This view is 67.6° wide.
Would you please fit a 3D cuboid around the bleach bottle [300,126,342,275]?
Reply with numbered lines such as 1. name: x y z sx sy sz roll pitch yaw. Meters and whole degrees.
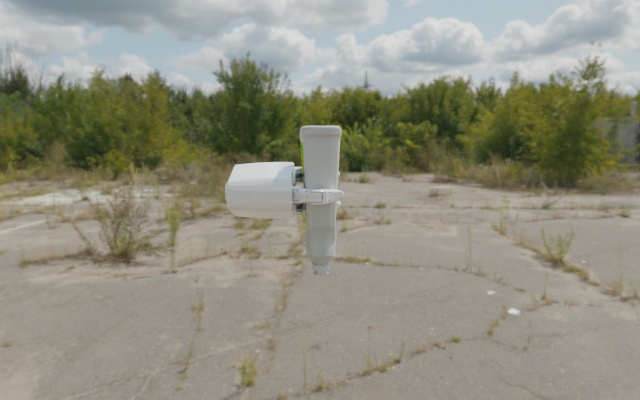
1. bleach bottle: 0.000 0.003 0.805 0.068 0.251 0.102 -1 6 -2
